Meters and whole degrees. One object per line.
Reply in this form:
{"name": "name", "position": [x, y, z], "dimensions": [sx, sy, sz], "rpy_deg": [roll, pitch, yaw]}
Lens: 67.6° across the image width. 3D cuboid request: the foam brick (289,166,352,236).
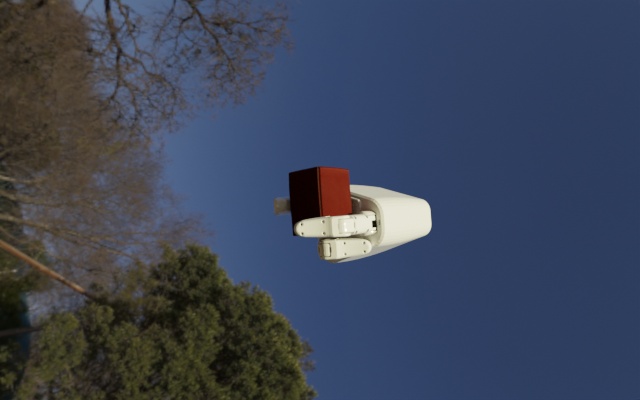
{"name": "foam brick", "position": [0.000, 0.002, 0.559], "dimensions": [0.051, 0.078, 0.053], "rpy_deg": [-3, -1, -44]}
